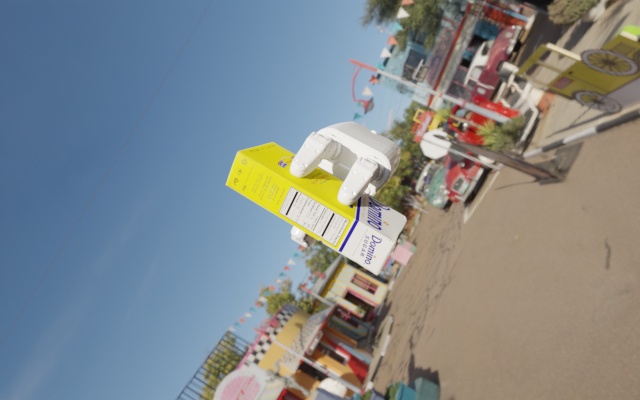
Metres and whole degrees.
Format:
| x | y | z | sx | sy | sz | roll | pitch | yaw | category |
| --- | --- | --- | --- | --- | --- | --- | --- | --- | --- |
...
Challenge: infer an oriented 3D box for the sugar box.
| x | y | z | sx | sy | sz | roll | pitch | yaw | category |
| --- | --- | --- | --- | --- | --- | --- | --- | --- | --- |
| 0.000 | 0.001 | 0.494 | 0.176 | 0.048 | 0.093 | 27 | 20 | 9 | sugar box |
